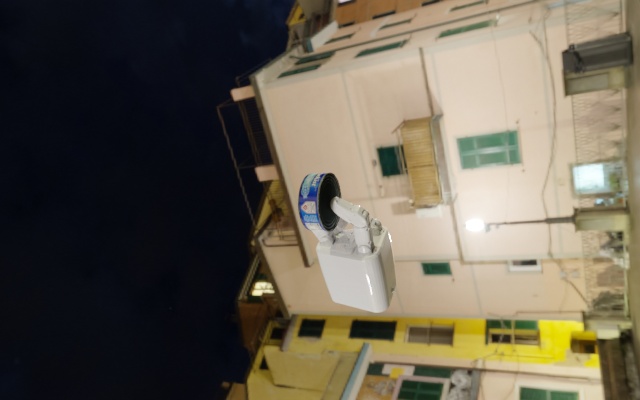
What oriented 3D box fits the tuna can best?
[{"bbox_3d":[0.000,0.002,0.696,0.034,0.086,0.086,0,0,24],"label":"tuna can"}]
